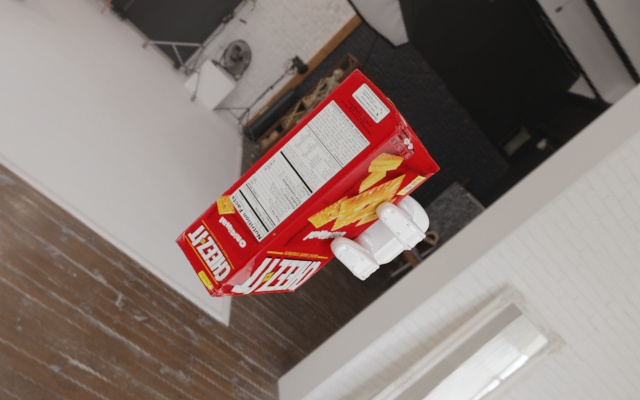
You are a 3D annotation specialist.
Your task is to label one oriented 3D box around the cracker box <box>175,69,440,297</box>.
[{"bbox_3d":[0.000,0.001,0.452,0.214,0.072,0.164,-42,-21,11],"label":"cracker box"}]
